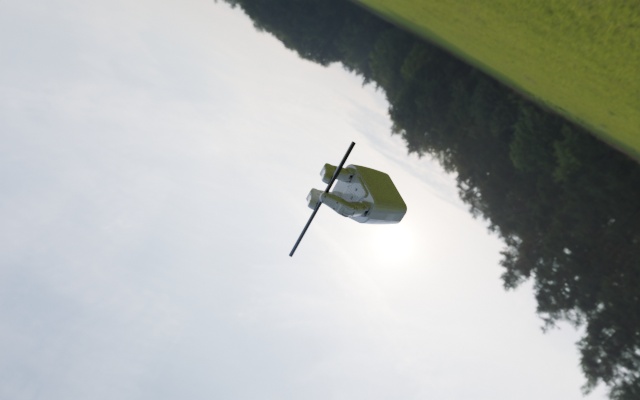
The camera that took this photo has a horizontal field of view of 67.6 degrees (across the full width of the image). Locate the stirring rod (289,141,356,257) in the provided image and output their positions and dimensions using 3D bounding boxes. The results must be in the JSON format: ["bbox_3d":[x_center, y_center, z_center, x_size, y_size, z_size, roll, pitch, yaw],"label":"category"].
[{"bbox_3d":[0.000,0.003,0.824,0.011,0.240,0.011,25,22,-11],"label":"stirring rod"}]
